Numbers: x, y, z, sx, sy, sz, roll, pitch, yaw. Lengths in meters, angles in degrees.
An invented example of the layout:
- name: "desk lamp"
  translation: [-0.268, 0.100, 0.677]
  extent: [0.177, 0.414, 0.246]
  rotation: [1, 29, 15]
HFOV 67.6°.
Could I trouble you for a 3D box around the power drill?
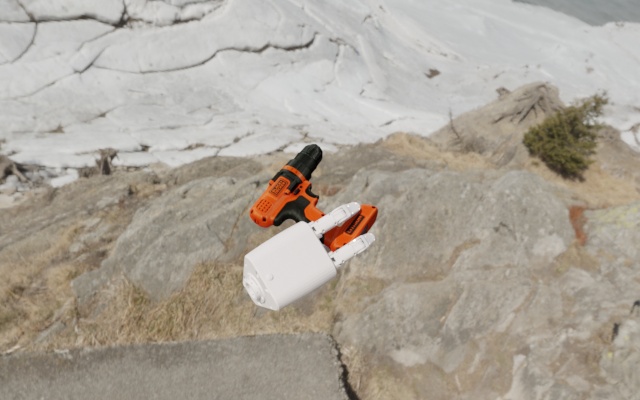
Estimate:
- name: "power drill"
  translation: [0.000, 0.003, 0.815]
  extent: [0.187, 0.184, 0.057]
  rotation: [30, -23, 18]
